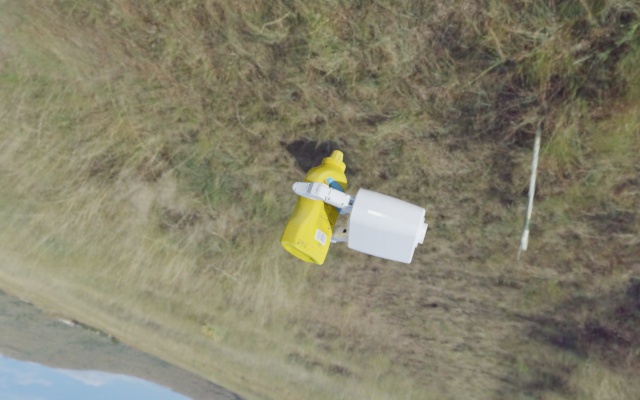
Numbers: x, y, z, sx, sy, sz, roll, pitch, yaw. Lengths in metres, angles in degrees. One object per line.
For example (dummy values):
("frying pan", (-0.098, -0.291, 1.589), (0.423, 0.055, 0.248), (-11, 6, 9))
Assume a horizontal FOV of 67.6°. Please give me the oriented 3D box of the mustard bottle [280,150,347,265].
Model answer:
("mustard bottle", (0.000, 0.003, 0.795), (0.058, 0.191, 0.096), (7, -22, 36))
